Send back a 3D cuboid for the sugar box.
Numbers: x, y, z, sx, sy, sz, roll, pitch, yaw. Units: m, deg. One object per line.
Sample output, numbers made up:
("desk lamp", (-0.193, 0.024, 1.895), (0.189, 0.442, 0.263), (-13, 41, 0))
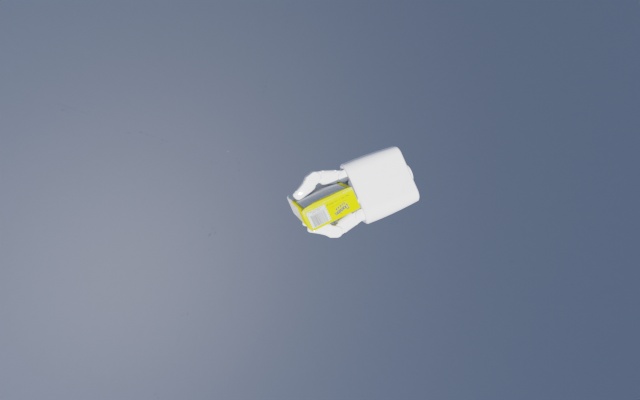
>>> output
("sugar box", (0.001, 0.003, 0.851), (0.093, 0.048, 0.176), (-25, 10, -7))
